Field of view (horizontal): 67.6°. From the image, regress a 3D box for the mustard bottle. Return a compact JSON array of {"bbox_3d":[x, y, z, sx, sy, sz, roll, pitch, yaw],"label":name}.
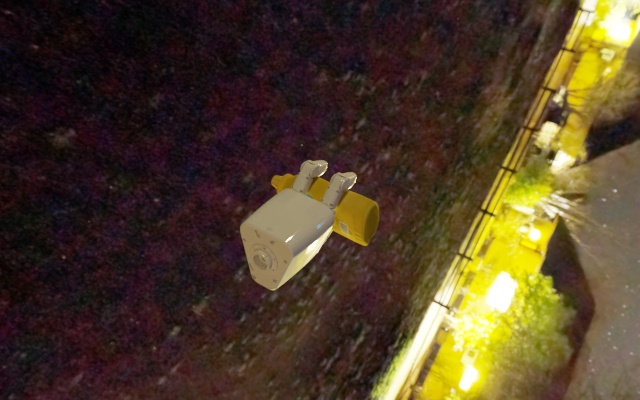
[{"bbox_3d":[0.001,0.002,0.783,0.191,0.058,0.096,24,-26,22],"label":"mustard bottle"}]
